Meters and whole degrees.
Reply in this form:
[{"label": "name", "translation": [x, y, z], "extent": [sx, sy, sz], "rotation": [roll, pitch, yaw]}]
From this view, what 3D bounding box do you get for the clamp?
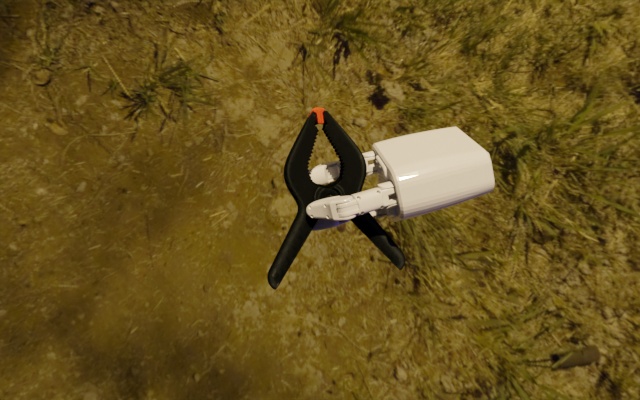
[{"label": "clamp", "translation": [0.000, 0.001, 0.549], "extent": [0.164, 0.210, 0.036], "rotation": [-15, 11, -5]}]
